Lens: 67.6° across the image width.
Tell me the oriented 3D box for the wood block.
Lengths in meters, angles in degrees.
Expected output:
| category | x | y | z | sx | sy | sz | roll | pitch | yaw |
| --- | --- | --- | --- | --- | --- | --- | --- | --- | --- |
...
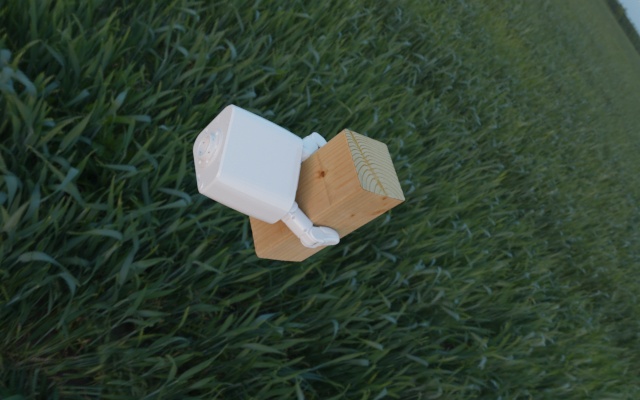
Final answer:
| category | x | y | z | sx | sy | sz | roll | pitch | yaw |
| --- | --- | --- | --- | --- | --- | --- | --- | --- | --- |
| wood block | 0.000 | 0.002 | 0.664 | 0.090 | 0.090 | 0.206 | 13 | -36 | -44 |
